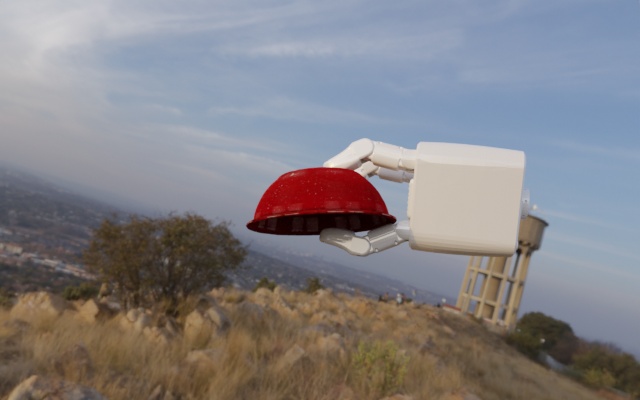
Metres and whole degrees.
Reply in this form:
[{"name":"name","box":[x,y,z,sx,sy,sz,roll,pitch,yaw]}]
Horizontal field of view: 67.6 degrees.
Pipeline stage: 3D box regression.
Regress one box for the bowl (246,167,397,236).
[{"name":"bowl","box":[-0.001,0.001,0.520,0.162,0.055,0.162,-3,-11,-1]}]
